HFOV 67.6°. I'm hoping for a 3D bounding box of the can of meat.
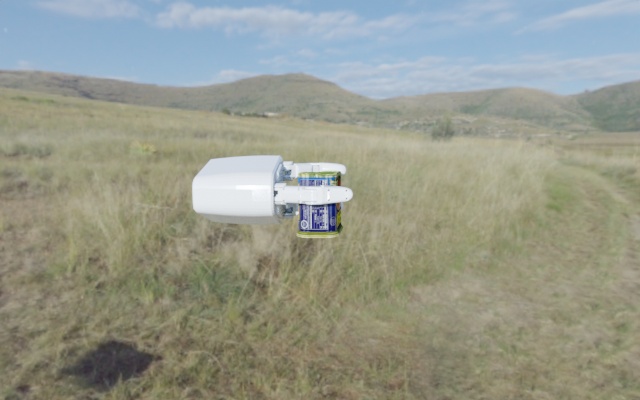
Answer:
[{"bbox_3d":[0.000,0.002,0.659,0.057,0.084,0.102,0,5,7],"label":"can of meat"}]
